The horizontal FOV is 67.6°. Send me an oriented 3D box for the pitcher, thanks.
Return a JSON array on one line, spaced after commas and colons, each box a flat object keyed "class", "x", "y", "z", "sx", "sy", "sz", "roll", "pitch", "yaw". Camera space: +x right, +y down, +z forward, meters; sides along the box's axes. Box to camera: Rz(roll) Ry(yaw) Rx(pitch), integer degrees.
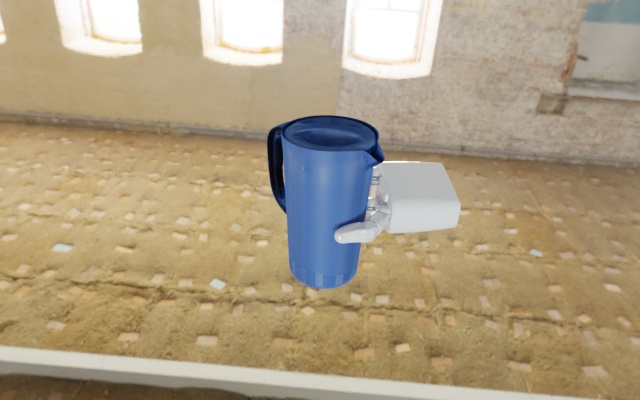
[{"class": "pitcher", "x": 0.000, "y": 0.002, "z": 0.706, "sx": 0.145, "sy": 0.243, "sz": 0.149, "roll": -3, "pitch": 30, "yaw": -11}]
